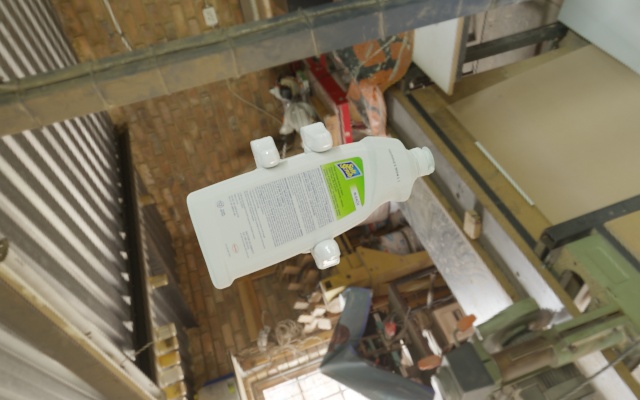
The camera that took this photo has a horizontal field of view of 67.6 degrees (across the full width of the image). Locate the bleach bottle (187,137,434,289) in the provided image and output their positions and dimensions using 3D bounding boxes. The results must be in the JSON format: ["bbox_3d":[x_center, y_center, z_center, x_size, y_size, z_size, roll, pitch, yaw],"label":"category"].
[{"bbox_3d":[0.000,0.002,0.491,0.251,0.102,0.068,-18,8,-10],"label":"bleach bottle"}]
